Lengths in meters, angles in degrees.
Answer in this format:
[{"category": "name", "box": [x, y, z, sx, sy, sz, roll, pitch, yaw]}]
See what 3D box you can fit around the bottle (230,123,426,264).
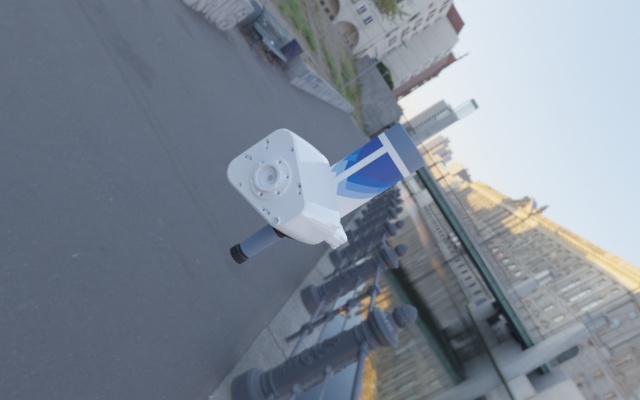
[{"category": "bottle", "box": [0.000, 0.002, 0.659, 0.296, 0.069, 0.069, -33, -7, 10]}]
